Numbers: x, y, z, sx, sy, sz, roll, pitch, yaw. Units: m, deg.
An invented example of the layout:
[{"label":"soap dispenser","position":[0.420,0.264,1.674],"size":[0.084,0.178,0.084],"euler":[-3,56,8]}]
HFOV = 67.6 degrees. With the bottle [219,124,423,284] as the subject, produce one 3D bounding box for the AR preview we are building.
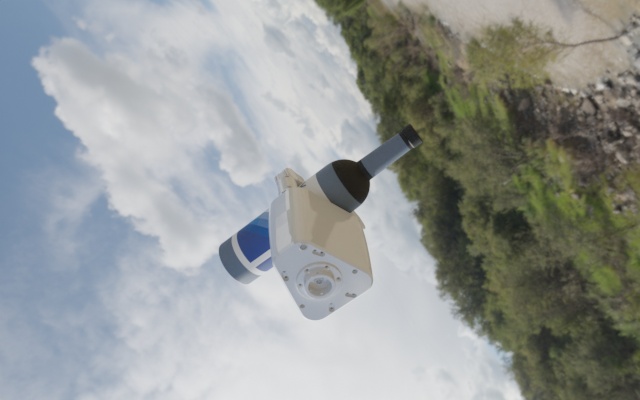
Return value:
[{"label":"bottle","position":[0.000,0.002,0.610],"size":[0.296,0.069,0.069],"euler":[-36,-11,15]}]
